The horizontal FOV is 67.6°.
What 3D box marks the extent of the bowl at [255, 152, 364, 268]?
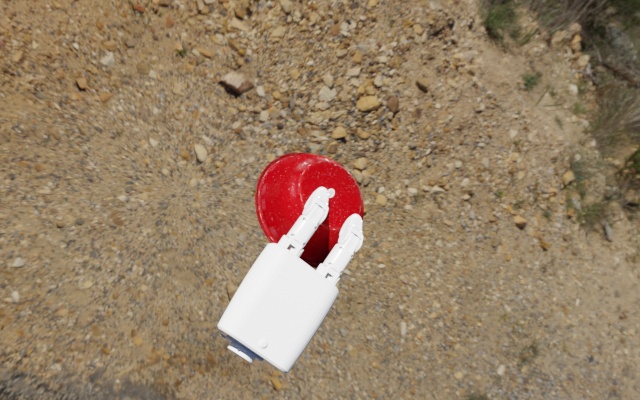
[{"bbox_3d":[0.001,0.001,0.615,0.162,0.162,0.055,0,-20,-33],"label":"bowl"}]
